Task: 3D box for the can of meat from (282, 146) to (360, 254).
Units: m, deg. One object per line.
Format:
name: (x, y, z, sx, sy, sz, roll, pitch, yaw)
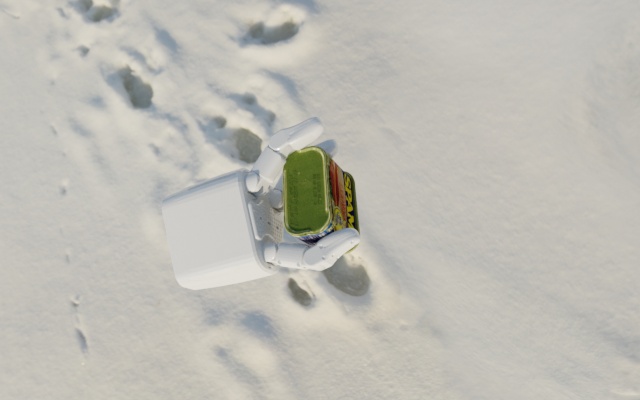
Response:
can of meat: (0.000, 0.002, 0.519, 0.057, 0.102, 0.084, -12, -23, 20)
